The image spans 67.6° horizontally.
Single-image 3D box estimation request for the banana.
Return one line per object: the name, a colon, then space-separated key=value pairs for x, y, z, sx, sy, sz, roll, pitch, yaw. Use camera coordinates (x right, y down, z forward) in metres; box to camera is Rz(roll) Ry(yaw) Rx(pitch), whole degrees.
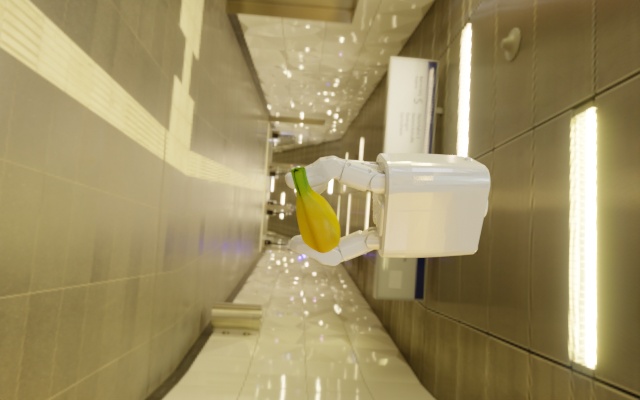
banana: x=0.001 y=0.019 z=0.483 sx=0.037 sy=0.069 sz=0.198 roll=-4 pitch=-10 yaw=3
